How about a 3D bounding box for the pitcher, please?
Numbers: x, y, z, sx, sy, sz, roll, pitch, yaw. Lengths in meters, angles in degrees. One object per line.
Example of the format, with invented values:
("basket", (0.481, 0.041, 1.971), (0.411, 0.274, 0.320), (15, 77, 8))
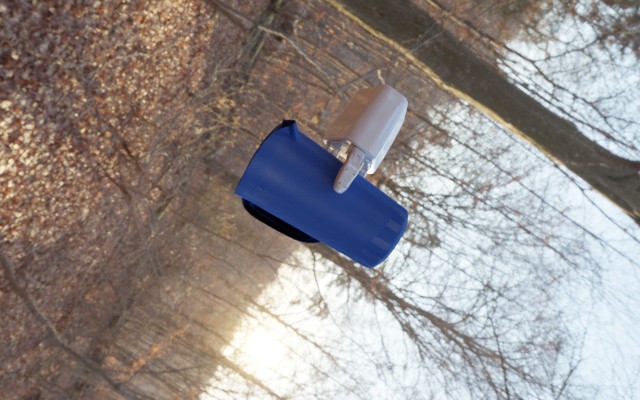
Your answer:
("pitcher", (0.000, 0.002, 0.721), (0.243, 0.145, 0.149), (33, -7, -4))
